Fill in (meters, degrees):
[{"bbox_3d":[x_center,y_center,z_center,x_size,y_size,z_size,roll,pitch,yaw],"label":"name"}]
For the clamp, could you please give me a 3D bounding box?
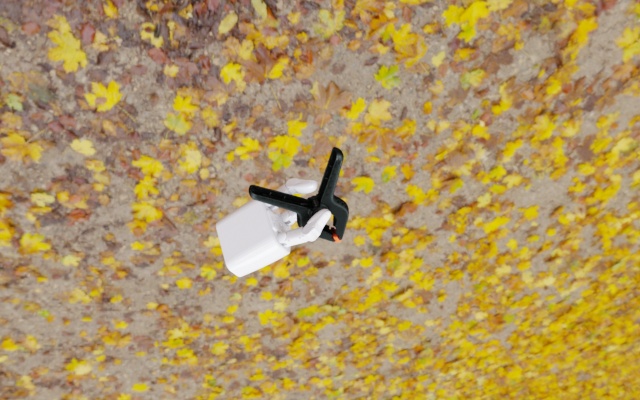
[{"bbox_3d":[0.000,0.004,0.820,0.164,0.036,0.210,-28,-44,14],"label":"clamp"}]
